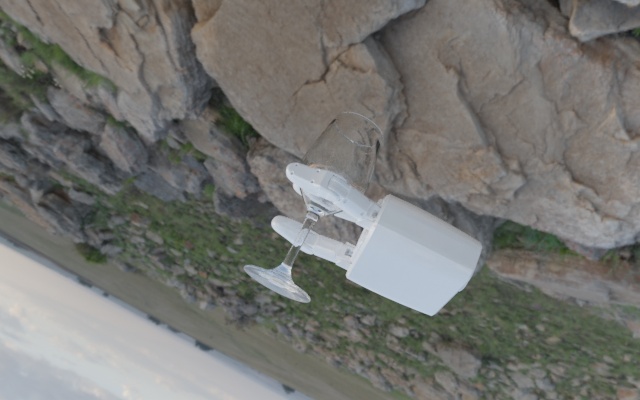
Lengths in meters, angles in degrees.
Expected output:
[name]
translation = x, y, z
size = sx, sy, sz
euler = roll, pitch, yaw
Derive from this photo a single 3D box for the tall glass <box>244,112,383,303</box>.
[tall glass]
translation = 0.000, 0.002, 0.508
size = 0.079, 0.201, 0.079
euler = 24, -22, 10
